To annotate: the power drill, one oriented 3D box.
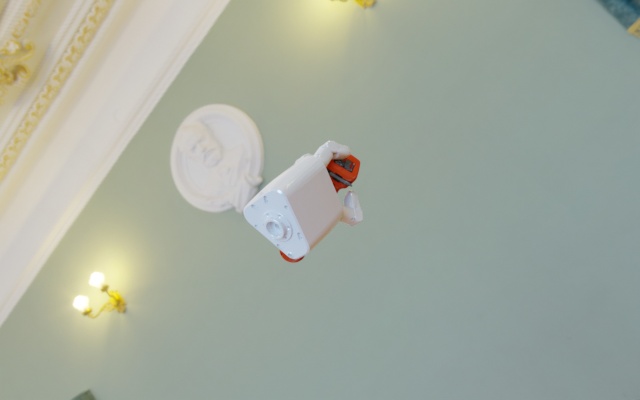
[{"bbox_3d":[0.000,0.002,0.838,0.057,0.188,0.184,29,23,-3],"label":"power drill"}]
